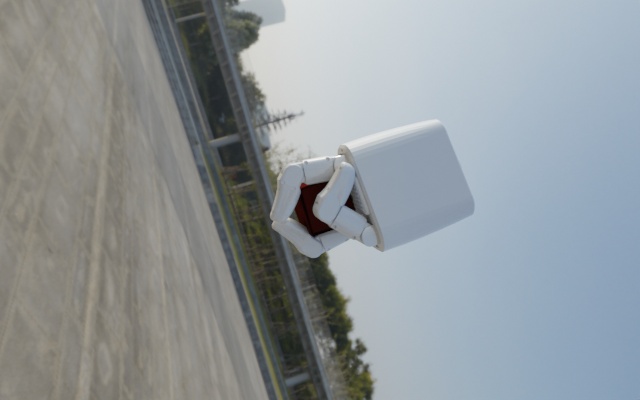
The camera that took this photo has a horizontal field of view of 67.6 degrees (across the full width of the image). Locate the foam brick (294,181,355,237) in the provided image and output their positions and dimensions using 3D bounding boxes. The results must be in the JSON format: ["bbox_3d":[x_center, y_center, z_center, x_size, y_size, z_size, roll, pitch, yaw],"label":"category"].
[{"bbox_3d":[0.000,0.002,0.520,0.051,0.053,0.078,-19,11,-10],"label":"foam brick"}]
